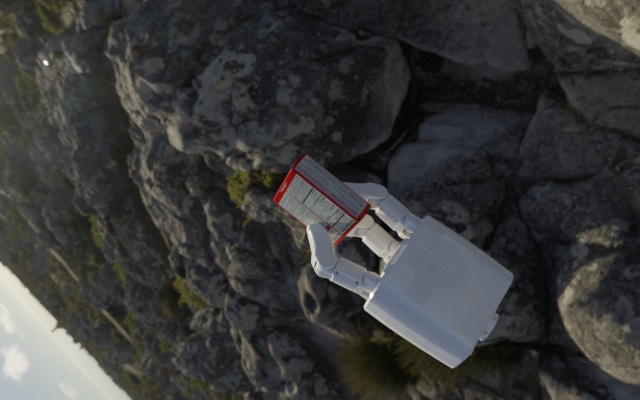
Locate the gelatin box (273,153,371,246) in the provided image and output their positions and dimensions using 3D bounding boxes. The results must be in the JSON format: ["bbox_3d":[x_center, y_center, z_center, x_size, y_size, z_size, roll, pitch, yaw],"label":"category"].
[{"bbox_3d":[0.000,0.002,0.508,0.089,0.030,0.073,38,-33,0],"label":"gelatin box"}]
